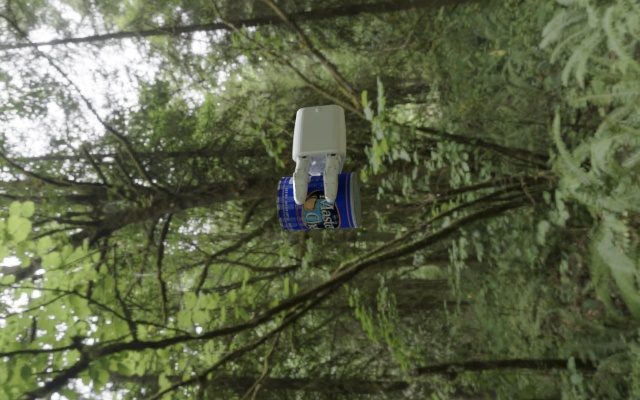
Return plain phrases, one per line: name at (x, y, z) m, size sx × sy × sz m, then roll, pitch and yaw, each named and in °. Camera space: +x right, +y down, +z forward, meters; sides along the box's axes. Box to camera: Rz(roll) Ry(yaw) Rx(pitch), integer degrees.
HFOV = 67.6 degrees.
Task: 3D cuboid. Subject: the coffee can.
coffee can at (0.000, 0.003, 0.889) m, size 0.140 × 0.103 × 0.103 m, roll -3°, pitch -1°, yaw 11°
